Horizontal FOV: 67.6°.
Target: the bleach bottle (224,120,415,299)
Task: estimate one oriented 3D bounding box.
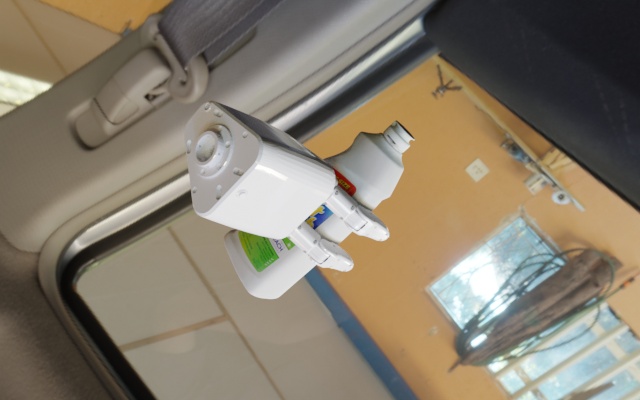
[{"bbox_3d":[0.000,0.002,0.547,0.251,0.102,0.068,-44,-34,19],"label":"bleach bottle"}]
